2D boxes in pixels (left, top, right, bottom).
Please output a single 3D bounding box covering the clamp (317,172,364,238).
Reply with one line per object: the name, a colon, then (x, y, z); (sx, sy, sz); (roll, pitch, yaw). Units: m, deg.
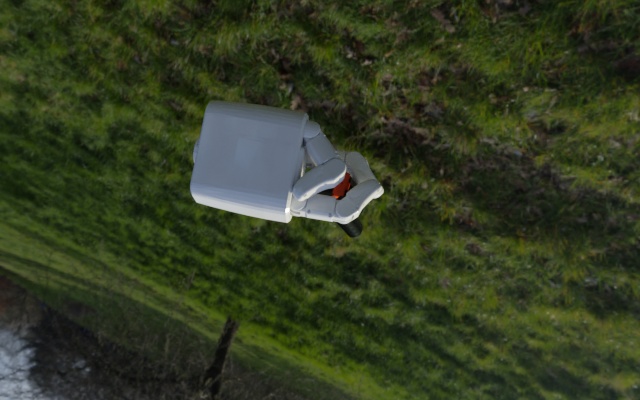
clamp: (0.000, 0.002, 0.590); (0.120, 0.039, 0.171); (10, -21, 3)
